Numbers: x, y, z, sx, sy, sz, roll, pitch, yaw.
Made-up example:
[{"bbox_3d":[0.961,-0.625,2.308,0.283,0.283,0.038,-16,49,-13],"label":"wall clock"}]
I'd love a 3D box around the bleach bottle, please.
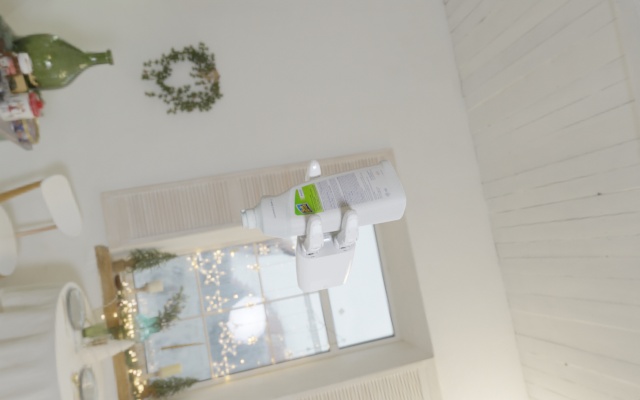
[{"bbox_3d":[0.000,0.002,0.750,0.251,0.102,0.068,-9,-40,-12],"label":"bleach bottle"}]
